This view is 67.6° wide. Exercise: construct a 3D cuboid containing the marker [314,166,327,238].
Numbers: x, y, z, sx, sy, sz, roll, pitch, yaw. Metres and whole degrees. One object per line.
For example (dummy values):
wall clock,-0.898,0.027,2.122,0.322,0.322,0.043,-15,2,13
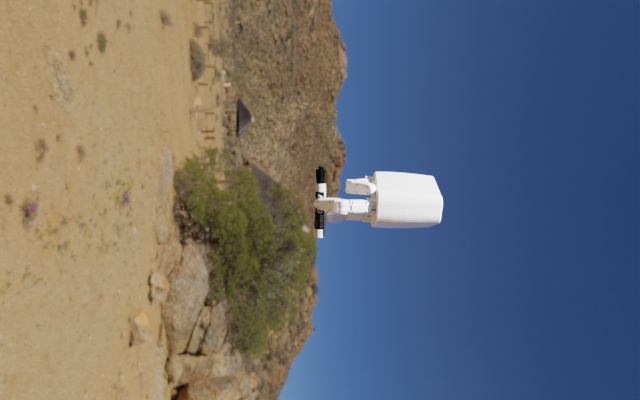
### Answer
marker,0.000,0.003,0.803,0.020,0.121,0.020,2,11,0
